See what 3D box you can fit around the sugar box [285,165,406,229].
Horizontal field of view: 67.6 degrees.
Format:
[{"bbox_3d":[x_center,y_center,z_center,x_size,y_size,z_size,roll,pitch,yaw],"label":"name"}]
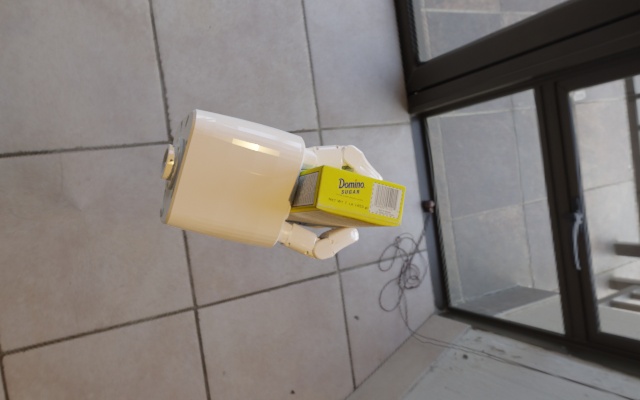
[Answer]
[{"bbox_3d":[0.000,0.001,0.507,0.093,0.048,0.176,14,-7,-26],"label":"sugar box"}]
